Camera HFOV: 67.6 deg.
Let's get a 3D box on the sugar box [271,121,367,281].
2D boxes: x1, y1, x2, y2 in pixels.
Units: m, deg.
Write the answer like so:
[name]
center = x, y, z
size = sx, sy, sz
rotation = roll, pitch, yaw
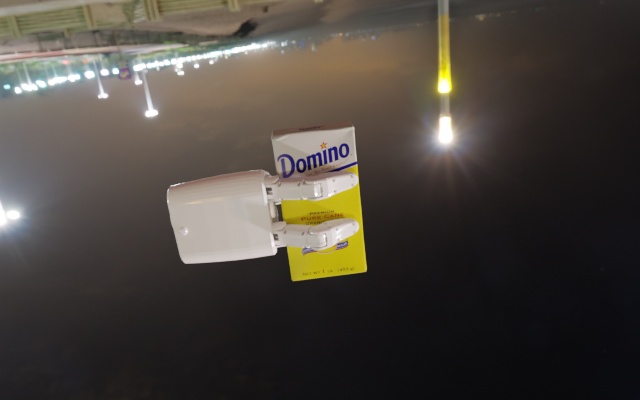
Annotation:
[sugar box]
center = 0.000, 0.002, 0.558
size = 0.093, 0.176, 0.048
rotation = -8, 20, -2
